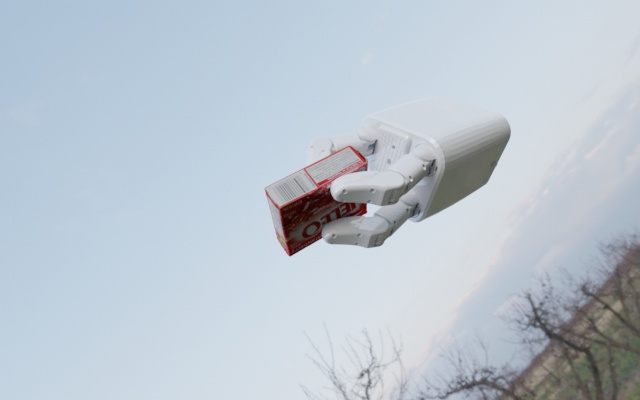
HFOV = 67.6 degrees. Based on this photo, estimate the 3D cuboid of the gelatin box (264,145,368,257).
[{"bbox_3d":[0.000,0.001,0.422,0.089,0.030,0.073,-28,-35,-17],"label":"gelatin box"}]
